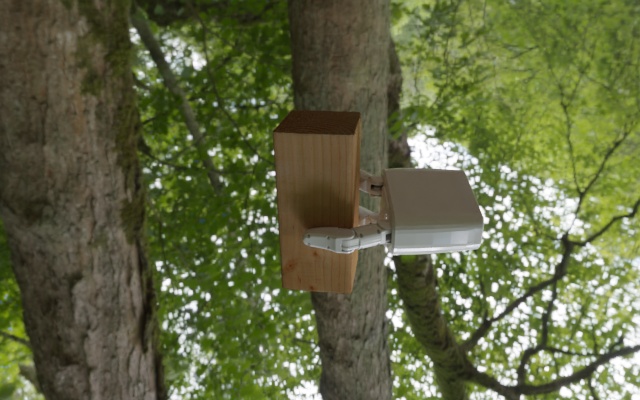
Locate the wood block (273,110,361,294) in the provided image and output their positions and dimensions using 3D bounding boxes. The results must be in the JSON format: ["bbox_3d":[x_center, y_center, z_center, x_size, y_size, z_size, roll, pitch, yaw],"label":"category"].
[{"bbox_3d":[0.000,0.002,0.587,0.090,0.206,0.090,3,26,9],"label":"wood block"}]
